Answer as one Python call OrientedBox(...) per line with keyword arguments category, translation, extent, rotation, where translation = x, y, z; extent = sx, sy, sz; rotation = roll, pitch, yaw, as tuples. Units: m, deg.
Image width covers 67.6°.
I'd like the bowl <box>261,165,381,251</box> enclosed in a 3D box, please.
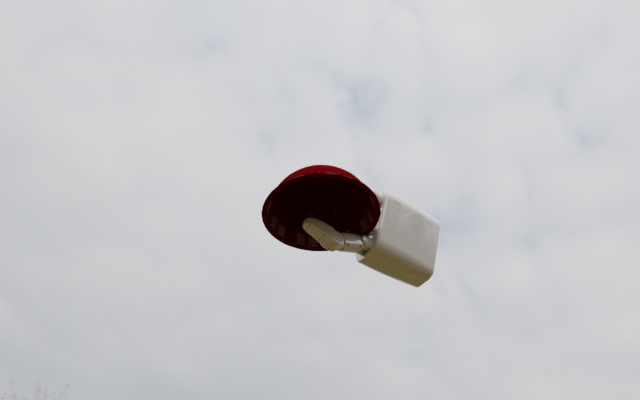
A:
OrientedBox(category="bowl", translation=(-0.001, 0.001, 0.662), extent=(0.162, 0.055, 0.162), rotation=(-2, -42, -1))
